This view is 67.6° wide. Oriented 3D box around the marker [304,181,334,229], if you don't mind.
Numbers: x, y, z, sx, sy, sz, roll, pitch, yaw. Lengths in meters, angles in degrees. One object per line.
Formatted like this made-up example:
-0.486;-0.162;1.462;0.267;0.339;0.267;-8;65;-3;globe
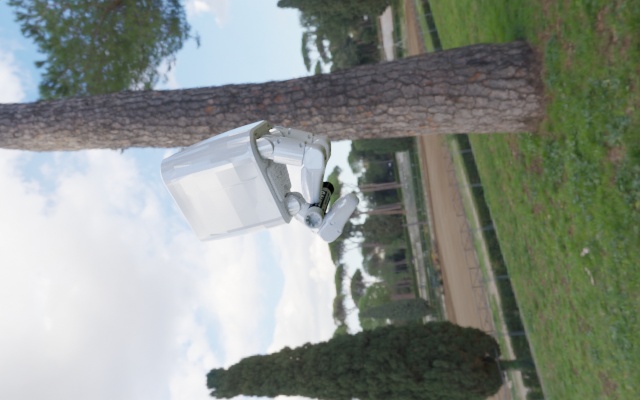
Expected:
0.000;0.002;0.516;0.020;0.020;0.121;0;17;7;marker
